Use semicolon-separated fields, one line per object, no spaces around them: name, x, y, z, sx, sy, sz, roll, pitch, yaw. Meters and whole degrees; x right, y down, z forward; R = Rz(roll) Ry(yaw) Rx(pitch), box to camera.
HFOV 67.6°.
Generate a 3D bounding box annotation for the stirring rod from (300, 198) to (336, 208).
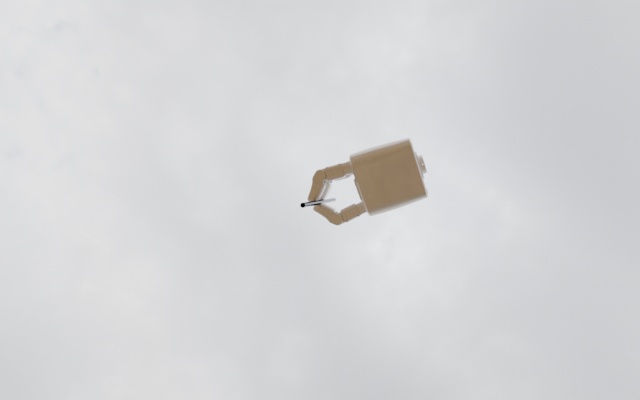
stirring rod;0.000;0.003;0.847;0.011;0.011;0.239;0;2;13
